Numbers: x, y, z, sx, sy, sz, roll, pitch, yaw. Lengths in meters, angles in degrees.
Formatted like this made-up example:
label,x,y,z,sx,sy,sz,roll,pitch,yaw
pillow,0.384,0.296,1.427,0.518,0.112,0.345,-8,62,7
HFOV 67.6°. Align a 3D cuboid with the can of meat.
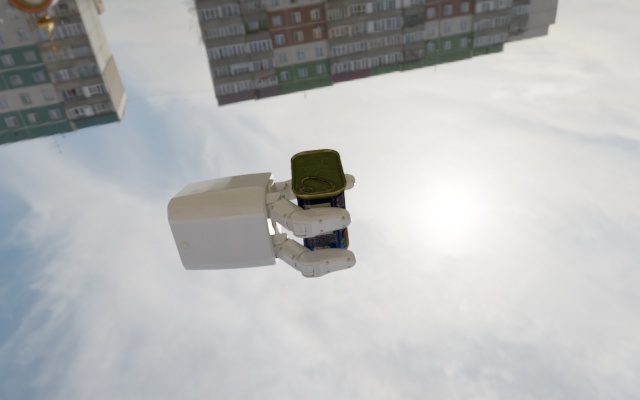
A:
label,x,y,z,sx,sy,sz,roll,pitch,yaw
can of meat,0.000,0.002,0.541,0.057,0.084,0.102,-7,32,-1
